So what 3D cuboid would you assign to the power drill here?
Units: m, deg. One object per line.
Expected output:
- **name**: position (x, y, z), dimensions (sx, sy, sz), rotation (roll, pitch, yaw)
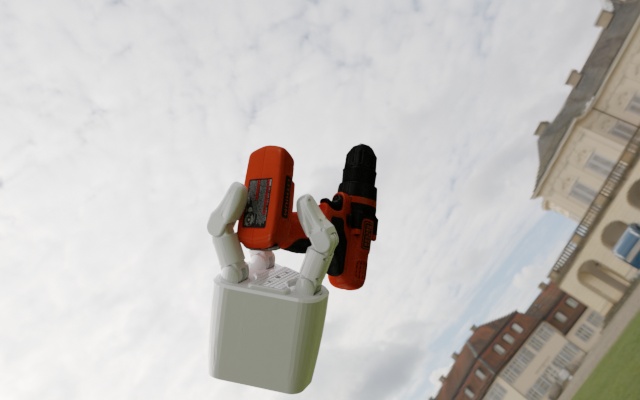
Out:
- **power drill**: position (0.000, 0.002, 0.541), dimensions (0.057, 0.184, 0.188), rotation (-5, -17, 41)
